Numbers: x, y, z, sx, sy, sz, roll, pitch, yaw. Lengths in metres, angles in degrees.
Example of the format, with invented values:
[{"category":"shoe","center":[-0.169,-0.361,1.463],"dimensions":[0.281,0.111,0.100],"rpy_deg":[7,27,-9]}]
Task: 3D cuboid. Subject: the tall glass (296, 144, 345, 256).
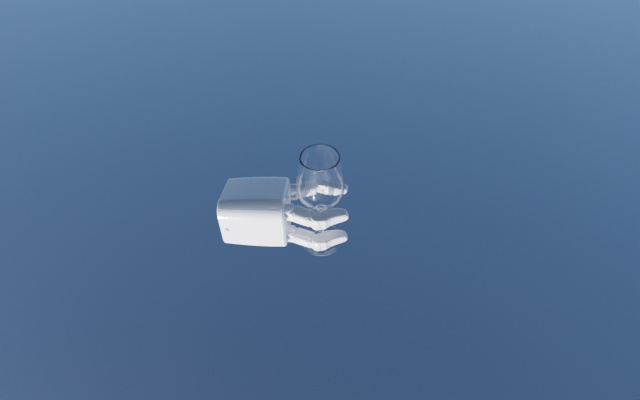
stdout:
[{"category":"tall glass","center":[0.000,0.003,0.790],"dimensions":[0.079,0.079,0.201],"rpy_deg":[0,-43,1]}]
